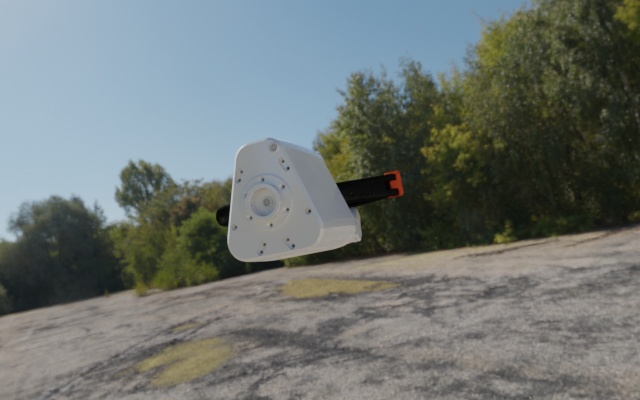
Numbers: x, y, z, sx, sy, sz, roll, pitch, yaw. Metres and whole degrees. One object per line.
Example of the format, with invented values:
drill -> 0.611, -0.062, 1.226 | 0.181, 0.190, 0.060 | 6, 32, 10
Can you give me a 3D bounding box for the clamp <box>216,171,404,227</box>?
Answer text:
clamp -> 0.000, 0.001, 0.591 | 0.210, 0.036, 0.164 | -12, -6, 17
